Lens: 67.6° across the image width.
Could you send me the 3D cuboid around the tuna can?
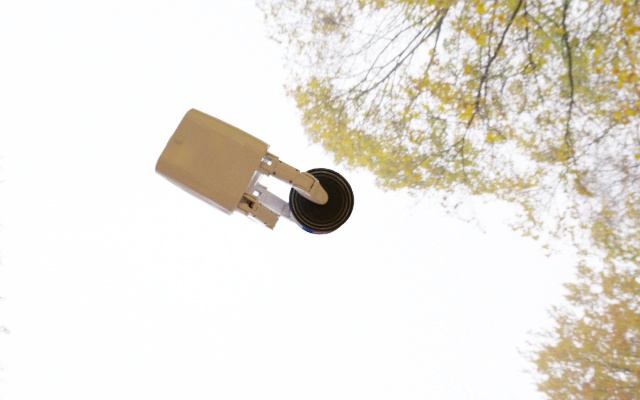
[{"bbox_3d":[0.000,0.002,0.627,0.086,0.086,0.034,0,-12,-6],"label":"tuna can"}]
